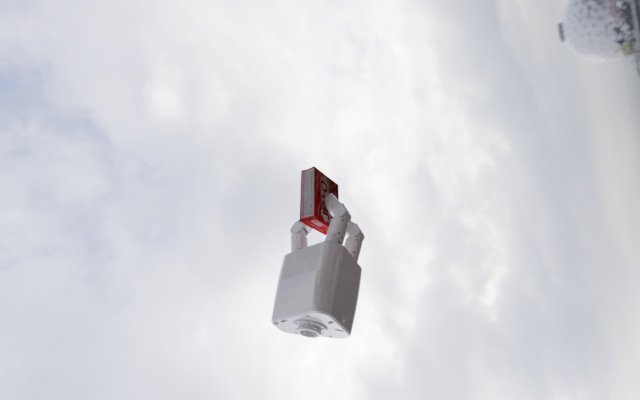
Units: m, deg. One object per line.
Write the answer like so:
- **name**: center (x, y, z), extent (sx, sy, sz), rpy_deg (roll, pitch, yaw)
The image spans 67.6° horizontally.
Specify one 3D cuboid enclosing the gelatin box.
- **gelatin box**: center (0.000, 0.002, 0.745), extent (0.030, 0.089, 0.073), rpy_deg (-16, -30, 29)
